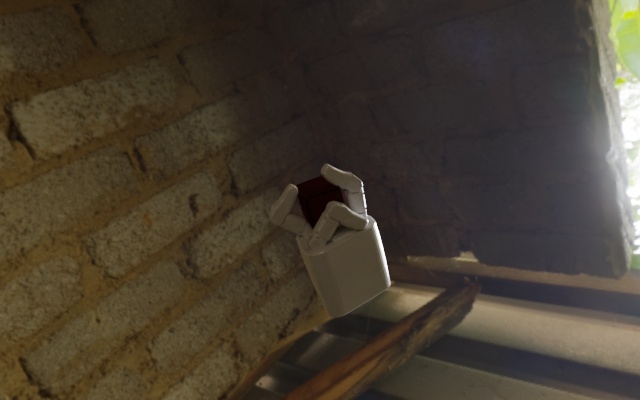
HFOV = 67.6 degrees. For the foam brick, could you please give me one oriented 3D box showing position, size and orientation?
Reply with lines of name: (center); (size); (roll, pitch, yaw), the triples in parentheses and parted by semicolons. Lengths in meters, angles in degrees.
foam brick: (0.000, 0.002, 0.676); (0.053, 0.051, 0.078); (-19, 19, -7)
